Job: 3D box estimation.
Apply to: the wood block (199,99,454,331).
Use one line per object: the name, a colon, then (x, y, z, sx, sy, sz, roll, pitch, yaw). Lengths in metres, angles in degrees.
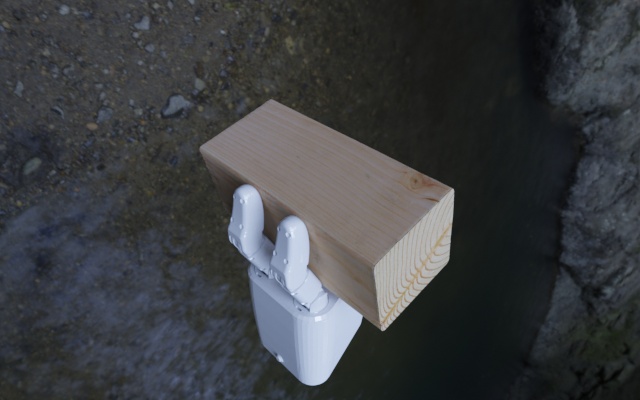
wood block: (0.000, 0.002, 0.413, 0.090, 0.090, 0.206, -40, 51, -25)
